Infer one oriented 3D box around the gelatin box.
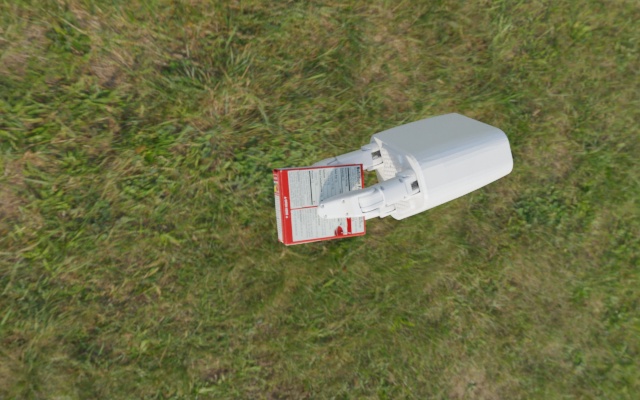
[{"bbox_3d":[0.000,0.002,0.478,0.089,0.073,0.030,-6,7,-20],"label":"gelatin box"}]
